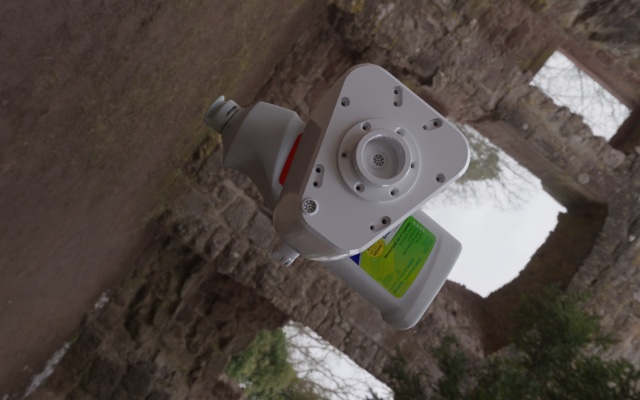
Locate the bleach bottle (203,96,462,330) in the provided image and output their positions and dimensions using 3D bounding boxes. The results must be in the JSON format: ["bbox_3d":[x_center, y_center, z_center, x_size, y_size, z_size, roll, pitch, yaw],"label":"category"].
[{"bbox_3d":[0.000,0.001,0.429,0.251,0.102,0.068,37,-11,-5],"label":"bleach bottle"}]
